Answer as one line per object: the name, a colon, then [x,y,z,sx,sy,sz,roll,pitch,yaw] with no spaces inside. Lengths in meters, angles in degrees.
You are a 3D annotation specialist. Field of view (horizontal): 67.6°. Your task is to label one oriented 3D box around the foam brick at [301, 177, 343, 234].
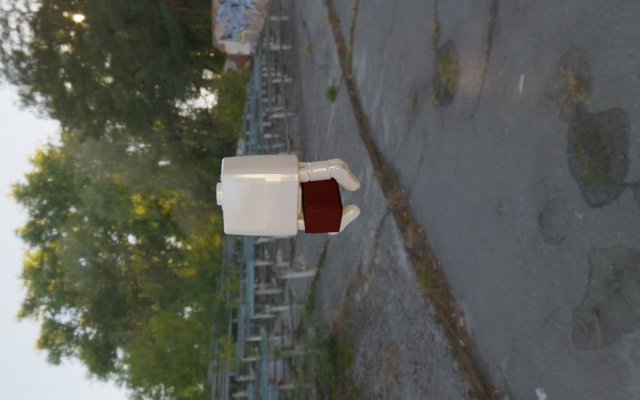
foam brick: [0.000,0.002,0.684,0.051,0.053,0.078,-2,44,-6]
